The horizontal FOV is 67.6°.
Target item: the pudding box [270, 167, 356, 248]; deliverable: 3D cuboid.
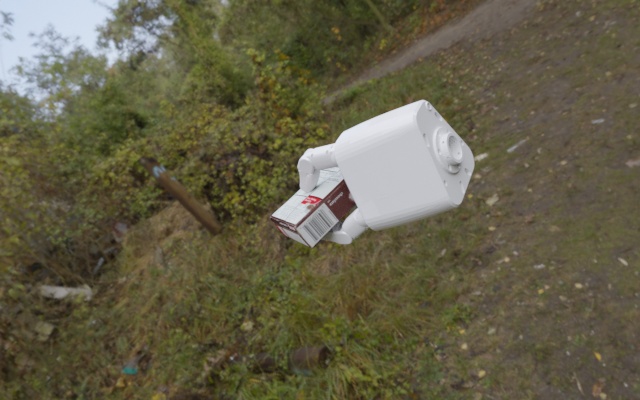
[{"bbox_3d":[0.000,0.002,0.601,0.113,0.039,0.090,-42,20,-15],"label":"pudding box"}]
